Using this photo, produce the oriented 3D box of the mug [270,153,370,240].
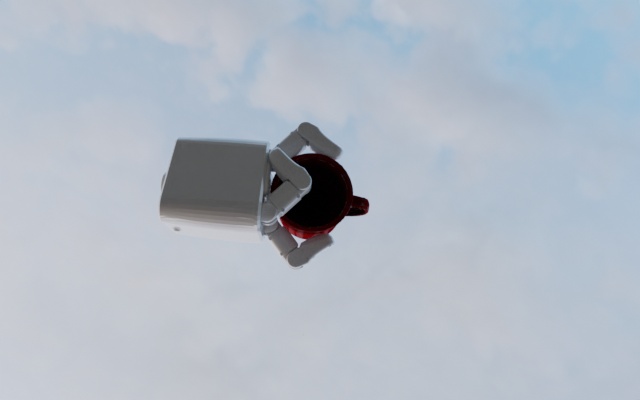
[{"bbox_3d":[0.002,0.002,0.573,0.117,0.093,0.081,5,-16,-2],"label":"mug"}]
